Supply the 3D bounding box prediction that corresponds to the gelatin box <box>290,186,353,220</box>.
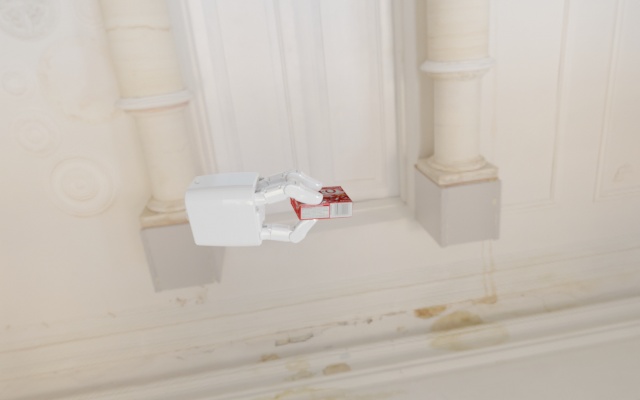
[{"bbox_3d":[0.000,0.003,0.769,0.089,0.030,0.073,-3,22,-13],"label":"gelatin box"}]
